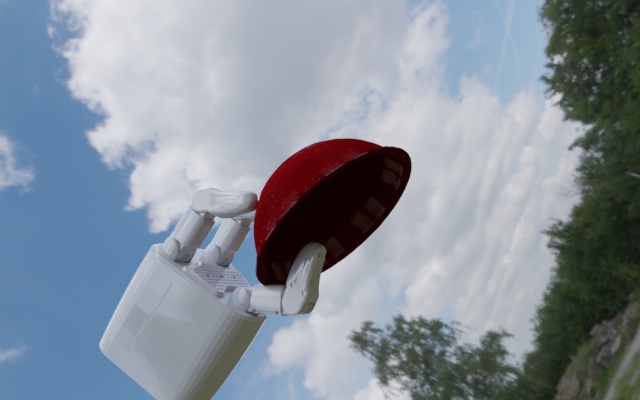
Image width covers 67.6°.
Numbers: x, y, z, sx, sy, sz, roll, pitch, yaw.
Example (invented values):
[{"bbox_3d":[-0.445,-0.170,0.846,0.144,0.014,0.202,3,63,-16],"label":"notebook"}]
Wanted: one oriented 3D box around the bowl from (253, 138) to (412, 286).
[{"bbox_3d":[0.001,0.000,0.409,0.055,0.162,0.162,49,26,25],"label":"bowl"}]
